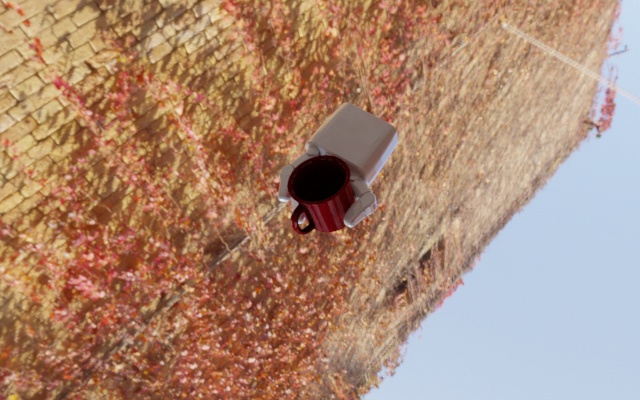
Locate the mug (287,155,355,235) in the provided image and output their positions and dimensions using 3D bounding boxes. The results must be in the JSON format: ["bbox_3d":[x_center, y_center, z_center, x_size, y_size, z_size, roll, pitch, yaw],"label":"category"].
[{"bbox_3d":[-0.001,0.003,0.703,0.093,0.117,0.082,23,-28,33],"label":"mug"}]
